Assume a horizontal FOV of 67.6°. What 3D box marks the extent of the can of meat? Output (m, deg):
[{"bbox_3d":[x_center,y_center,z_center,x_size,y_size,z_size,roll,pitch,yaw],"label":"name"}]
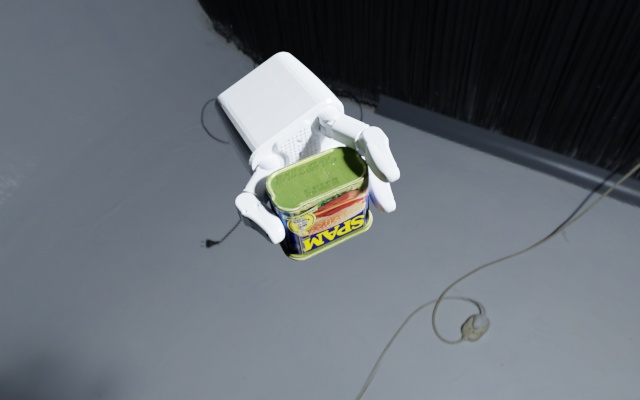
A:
[{"bbox_3d":[0.000,0.001,0.473,0.102,0.057,0.084,-24,-36,-12],"label":"can of meat"}]
